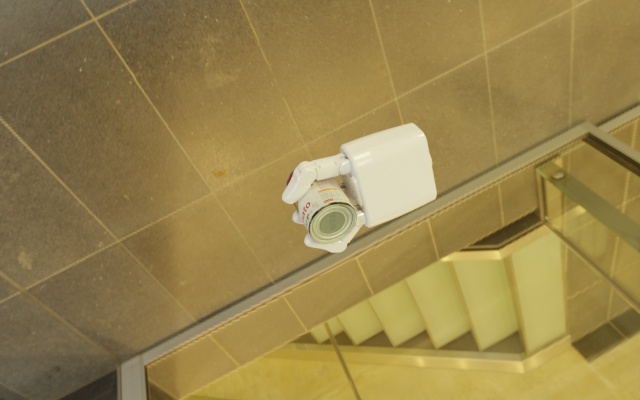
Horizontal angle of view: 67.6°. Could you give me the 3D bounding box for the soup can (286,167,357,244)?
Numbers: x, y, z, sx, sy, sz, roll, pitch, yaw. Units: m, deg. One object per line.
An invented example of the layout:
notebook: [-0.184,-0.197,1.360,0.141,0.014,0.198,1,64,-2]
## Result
soup can: [0.000,0.002,0.644,0.068,0.068,0.102,0,35,-24]
